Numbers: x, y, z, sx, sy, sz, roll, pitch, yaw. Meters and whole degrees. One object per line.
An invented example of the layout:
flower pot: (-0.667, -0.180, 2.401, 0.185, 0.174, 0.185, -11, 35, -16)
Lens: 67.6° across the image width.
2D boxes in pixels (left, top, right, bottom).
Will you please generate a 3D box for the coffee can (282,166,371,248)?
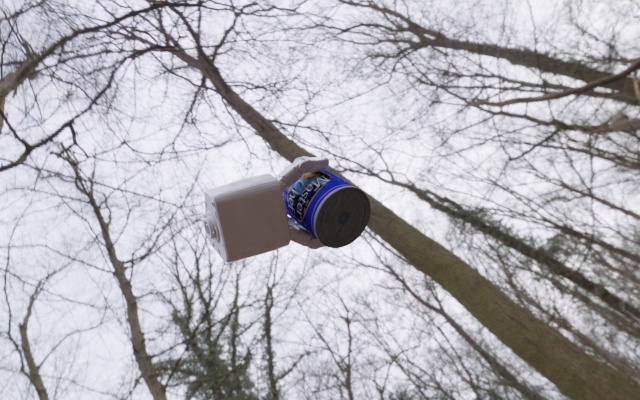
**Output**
coffee can: (0.000, 0.003, 0.786, 0.103, 0.103, 0.140, 0, 21, -34)
